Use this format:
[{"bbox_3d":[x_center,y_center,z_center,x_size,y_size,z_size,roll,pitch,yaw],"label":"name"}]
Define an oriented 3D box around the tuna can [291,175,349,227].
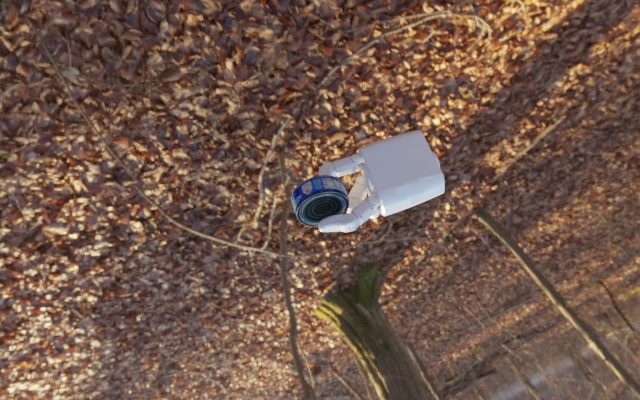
[{"bbox_3d":[0.000,0.003,0.731,0.086,0.033,0.086,-10,-39,-8],"label":"tuna can"}]
